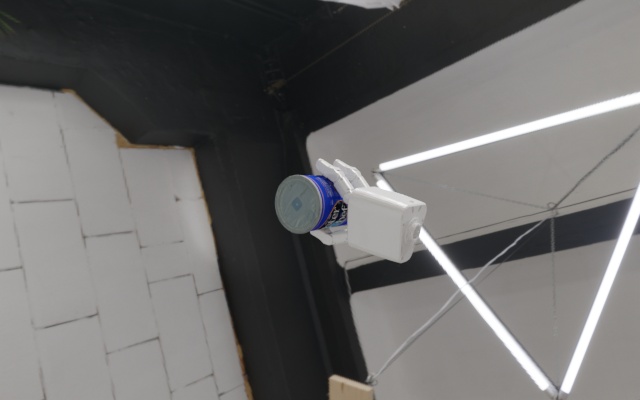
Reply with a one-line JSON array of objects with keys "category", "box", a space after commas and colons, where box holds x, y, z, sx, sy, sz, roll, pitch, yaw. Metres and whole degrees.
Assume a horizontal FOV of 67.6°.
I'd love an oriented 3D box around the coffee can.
[{"category": "coffee can", "box": [0.000, 0.003, 0.884, 0.103, 0.103, 0.140, 0, 3, 37]}]
